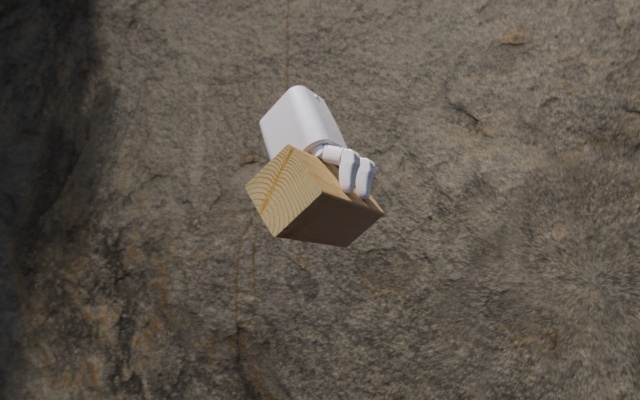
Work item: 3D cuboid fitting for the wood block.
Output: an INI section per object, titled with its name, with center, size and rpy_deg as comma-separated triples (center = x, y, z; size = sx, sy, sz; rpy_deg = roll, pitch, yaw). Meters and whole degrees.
[wood block]
center = 0.000, 0.002, 0.700
size = 0.091, 0.090, 0.206
rpy_deg = -42, -26, 17
